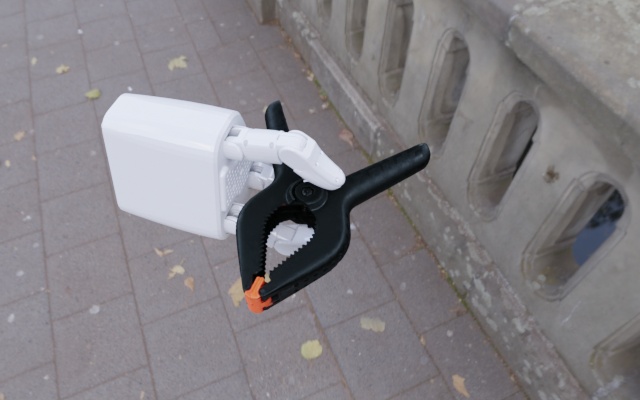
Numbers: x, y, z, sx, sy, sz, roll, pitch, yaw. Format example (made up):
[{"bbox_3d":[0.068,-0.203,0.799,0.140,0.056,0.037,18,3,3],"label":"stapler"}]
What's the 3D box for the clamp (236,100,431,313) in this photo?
[{"bbox_3d":[0.000,0.001,0.405,0.164,0.209,0.036,12,-36,10],"label":"clamp"}]
